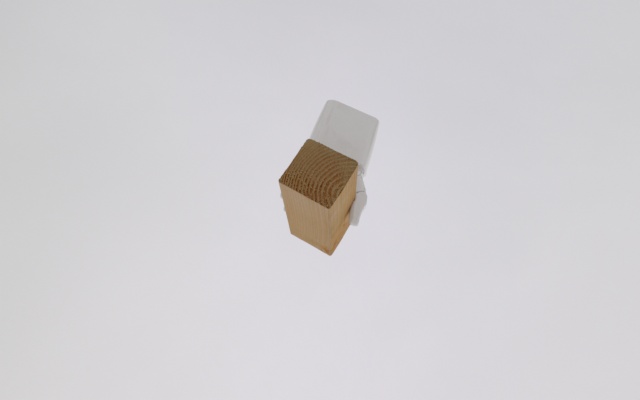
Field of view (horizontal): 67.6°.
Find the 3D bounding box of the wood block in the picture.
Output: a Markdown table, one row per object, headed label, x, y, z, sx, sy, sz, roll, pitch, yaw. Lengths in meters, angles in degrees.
| label | x | y | z | sx | sy | sz | roll | pitch | yaw |
| --- | --- | --- | --- | --- | --- | --- | --- | --- | --- |
| wood block | 0.001 | 0.002 | 0.787 | 0.091 | 0.090 | 0.206 | 27 | -21 | 14 |
